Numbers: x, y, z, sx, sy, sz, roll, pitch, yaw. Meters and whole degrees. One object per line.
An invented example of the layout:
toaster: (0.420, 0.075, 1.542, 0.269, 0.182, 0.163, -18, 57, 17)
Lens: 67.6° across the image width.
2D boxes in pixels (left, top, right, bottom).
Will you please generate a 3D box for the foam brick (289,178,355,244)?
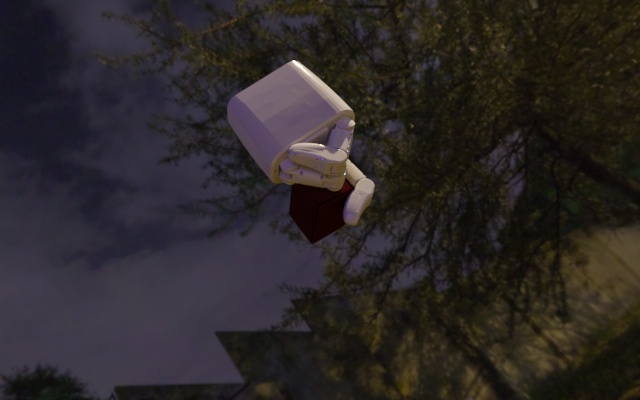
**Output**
foam brick: (0.000, 0.002, 0.561, 0.053, 0.051, 0.078, -27, -29, -26)
